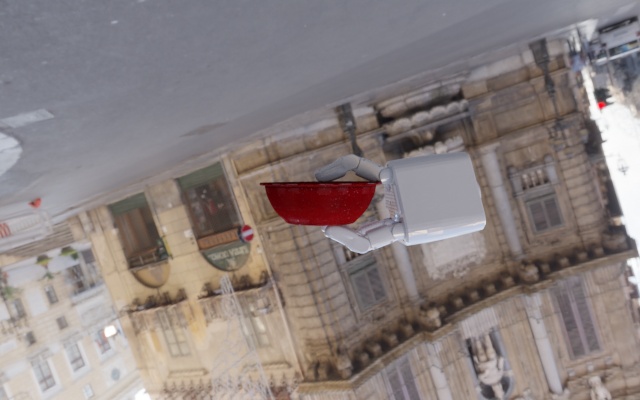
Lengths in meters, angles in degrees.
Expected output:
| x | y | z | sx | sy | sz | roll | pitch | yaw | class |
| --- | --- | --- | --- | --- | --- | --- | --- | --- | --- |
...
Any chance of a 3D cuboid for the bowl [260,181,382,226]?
| x | y | z | sx | sy | sz | roll | pitch | yaw | class |
| --- | --- | --- | --- | --- | --- | --- | --- | --- | --- |
| -0.001 | 0.003 | 0.634 | 0.162 | 0.055 | 0.162 | 0 | 3 | 0 | bowl |
